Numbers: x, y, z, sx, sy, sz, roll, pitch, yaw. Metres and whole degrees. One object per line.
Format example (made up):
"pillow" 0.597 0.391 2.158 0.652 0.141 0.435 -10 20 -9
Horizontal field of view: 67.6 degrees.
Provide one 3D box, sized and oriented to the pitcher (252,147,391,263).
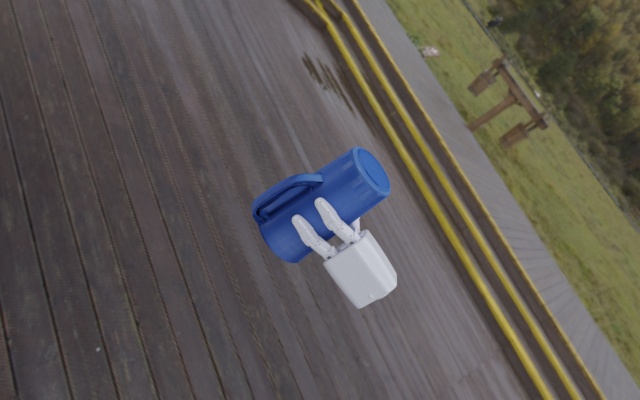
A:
"pitcher" 0.000 0.003 0.893 0.243 0.145 0.149 -35 -1 25
